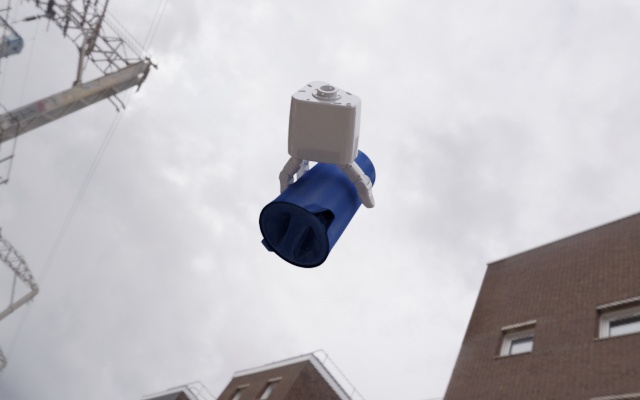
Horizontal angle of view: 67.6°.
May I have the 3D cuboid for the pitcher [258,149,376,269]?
[{"bbox_3d":[0.000,0.003,0.863,0.149,0.145,0.242,18,39,21],"label":"pitcher"}]
